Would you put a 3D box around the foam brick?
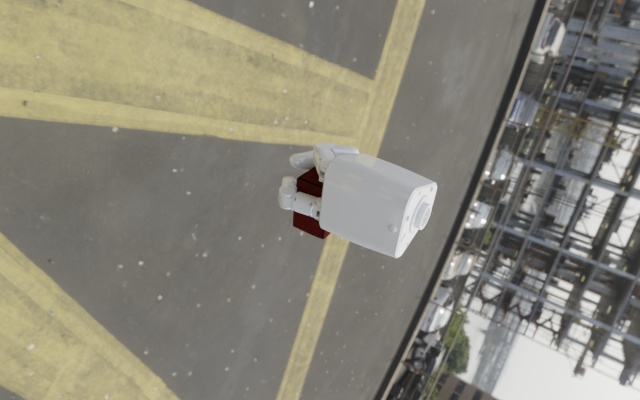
[{"bbox_3d":[0.000,0.002,0.637,0.051,0.078,0.053,22,34,24],"label":"foam brick"}]
